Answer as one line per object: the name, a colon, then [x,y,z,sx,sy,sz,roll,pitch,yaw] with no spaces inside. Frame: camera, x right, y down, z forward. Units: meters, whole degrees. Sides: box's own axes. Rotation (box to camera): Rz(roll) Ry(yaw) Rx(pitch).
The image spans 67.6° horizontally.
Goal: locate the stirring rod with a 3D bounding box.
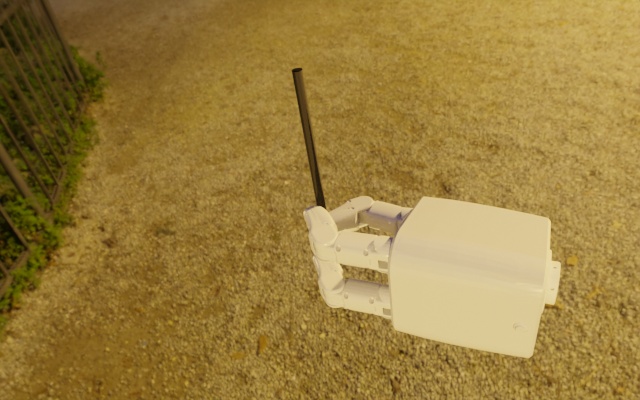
stirring rod: [0.000,0.001,0.415,0.011,0.240,0.011,-6,37,5]
